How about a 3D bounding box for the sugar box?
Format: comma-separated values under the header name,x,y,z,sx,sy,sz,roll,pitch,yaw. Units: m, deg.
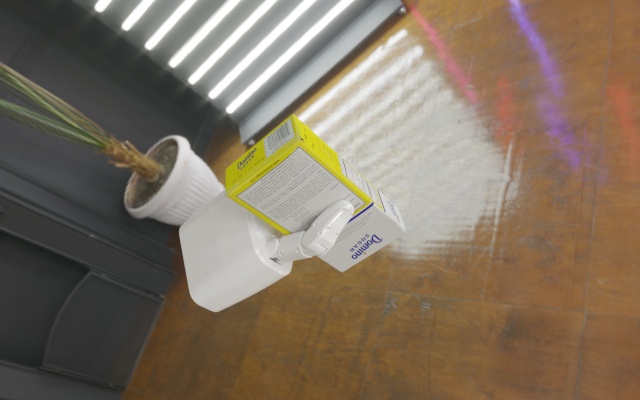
name,x,y,z,sx,sy,sz,roll,pitch,yaw
sugar box,0.000,0.001,0.484,0.093,0.048,0.176,-35,-48,21
